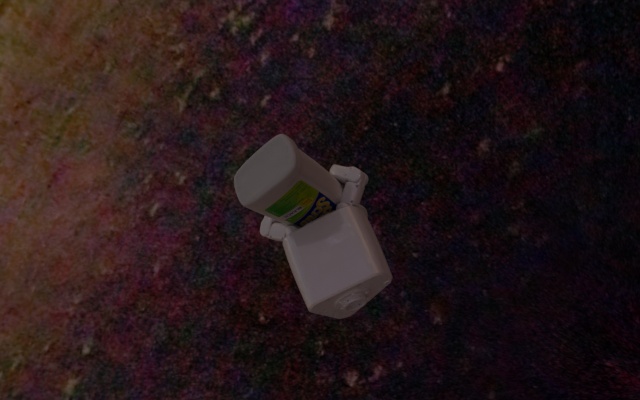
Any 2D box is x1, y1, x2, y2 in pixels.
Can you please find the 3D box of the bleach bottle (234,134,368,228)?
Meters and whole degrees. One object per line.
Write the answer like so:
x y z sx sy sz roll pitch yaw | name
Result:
0.000 0.002 0.673 0.102 0.068 0.251 -38 -37 20 | bleach bottle
